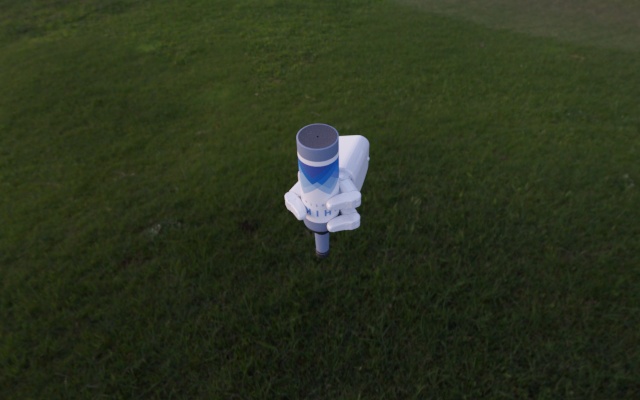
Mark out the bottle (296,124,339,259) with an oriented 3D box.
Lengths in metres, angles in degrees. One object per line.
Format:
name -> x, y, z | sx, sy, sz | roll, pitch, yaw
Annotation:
bottle -> 0.000, 0.003, 0.848 | 0.069, 0.069, 0.296 | 0, -44, 2
